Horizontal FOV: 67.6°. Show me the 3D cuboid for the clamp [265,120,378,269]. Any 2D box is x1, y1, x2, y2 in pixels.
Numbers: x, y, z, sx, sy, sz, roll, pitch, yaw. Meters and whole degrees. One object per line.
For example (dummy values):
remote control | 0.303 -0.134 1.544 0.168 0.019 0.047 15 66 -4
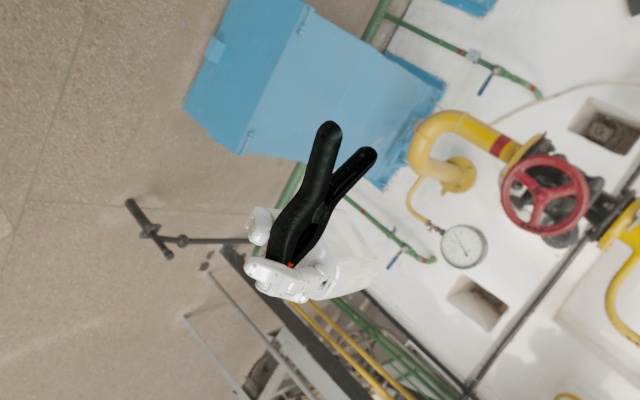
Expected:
clamp | 0.000 0.002 0.501 0.039 0.171 0.120 39 19 30
